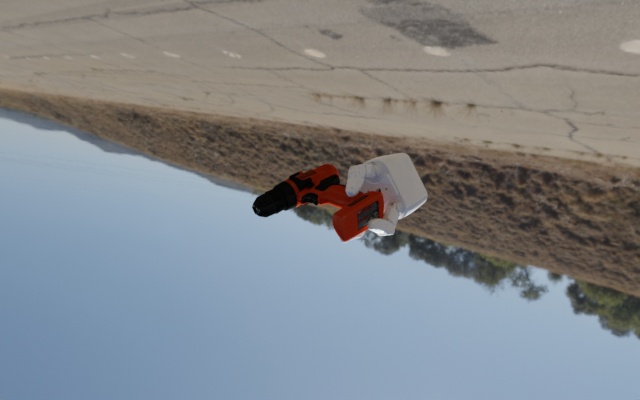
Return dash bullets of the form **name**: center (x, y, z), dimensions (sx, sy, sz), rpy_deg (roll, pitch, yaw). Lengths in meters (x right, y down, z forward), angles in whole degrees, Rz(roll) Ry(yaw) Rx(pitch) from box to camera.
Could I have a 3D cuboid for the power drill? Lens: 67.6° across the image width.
- **power drill**: center (0.001, 0.003, 0.819), dimensions (0.184, 0.057, 0.187), rpy_deg (-29, 37, -31)
